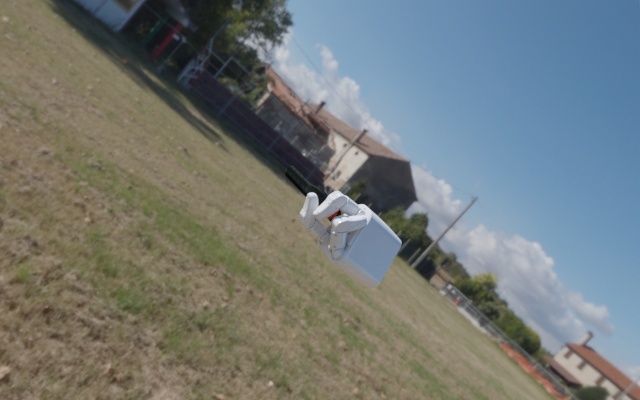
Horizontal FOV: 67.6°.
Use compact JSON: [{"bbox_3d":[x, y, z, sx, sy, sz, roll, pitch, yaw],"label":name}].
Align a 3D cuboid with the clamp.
[{"bbox_3d":[0.001,0.002,0.886,0.120,0.039,0.171,40,4,-34],"label":"clamp"}]
